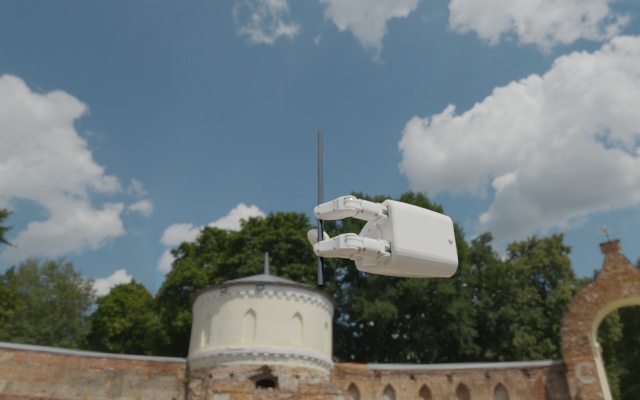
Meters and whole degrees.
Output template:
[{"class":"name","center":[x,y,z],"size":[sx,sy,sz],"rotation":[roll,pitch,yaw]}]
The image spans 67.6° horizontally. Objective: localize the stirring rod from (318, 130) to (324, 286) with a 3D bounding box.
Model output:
[{"class":"stirring rod","center":[0.000,0.002,0.663],"size":[0.011,0.239,0.011],"rotation":[0,-28,0]}]
